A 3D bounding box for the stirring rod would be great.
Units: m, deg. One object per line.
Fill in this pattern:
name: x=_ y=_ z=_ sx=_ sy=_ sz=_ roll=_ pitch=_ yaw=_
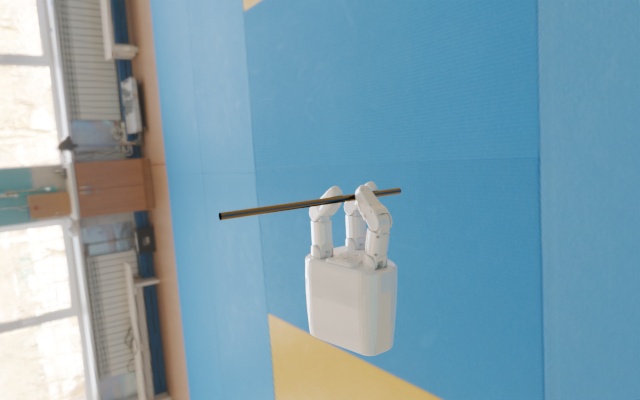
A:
stirring rod: x=0.000 y=0.002 z=0.540 sx=0.239 sy=0.011 sz=0.011 roll=-8 pitch=4 yaw=-33
